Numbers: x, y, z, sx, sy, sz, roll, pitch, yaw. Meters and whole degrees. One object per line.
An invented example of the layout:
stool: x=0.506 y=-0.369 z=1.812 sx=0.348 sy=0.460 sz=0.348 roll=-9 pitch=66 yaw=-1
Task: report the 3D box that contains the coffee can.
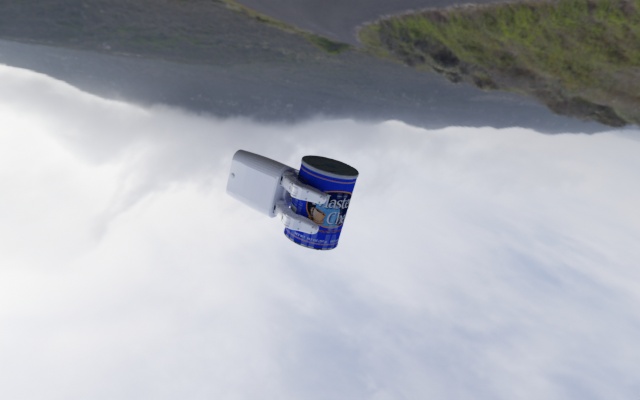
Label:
coffee can: x=0.000 y=0.003 z=0.843 sx=0.103 sy=0.140 sz=0.102 roll=14 pitch=18 yaw=-5
